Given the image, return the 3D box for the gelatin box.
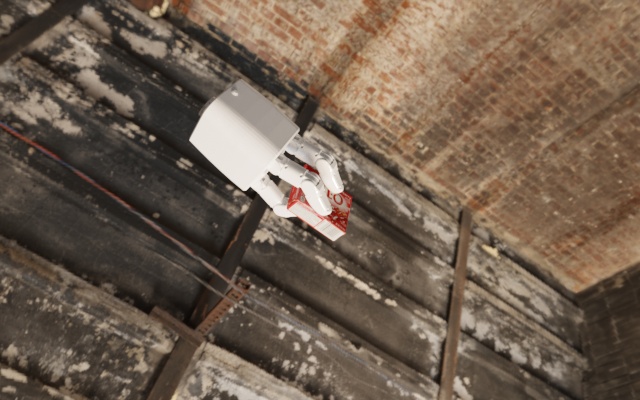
[{"bbox_3d":[0.000,0.003,0.669,0.089,0.073,0.030,36,-48,-21],"label":"gelatin box"}]
